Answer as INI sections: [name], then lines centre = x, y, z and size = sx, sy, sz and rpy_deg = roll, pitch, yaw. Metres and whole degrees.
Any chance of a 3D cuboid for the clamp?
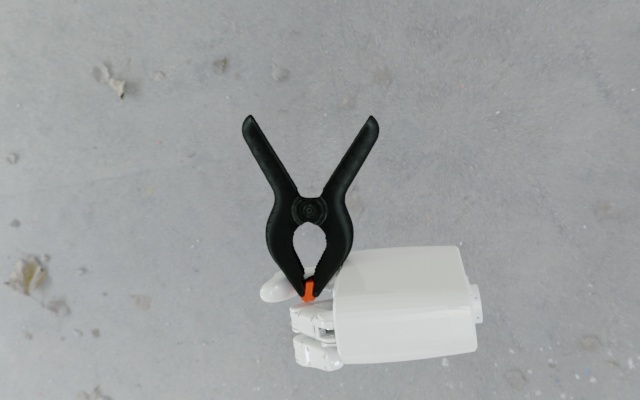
[clamp]
centre = 0.000, 0.002, 0.426
size = 0.120, 0.171, 0.039
rpy_deg = -7, 6, 8
